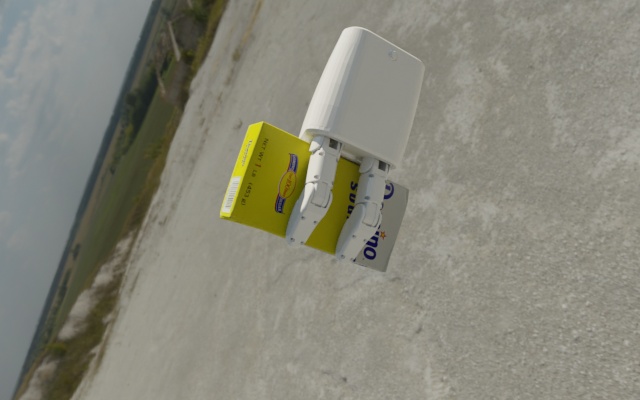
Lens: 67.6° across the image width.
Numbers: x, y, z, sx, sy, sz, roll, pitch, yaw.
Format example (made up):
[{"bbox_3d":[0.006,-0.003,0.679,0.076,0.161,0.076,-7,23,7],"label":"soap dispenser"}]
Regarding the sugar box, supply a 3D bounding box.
[{"bbox_3d":[0.000,0.001,0.466,0.176,0.093,0.048,21,-7,-24],"label":"sugar box"}]
